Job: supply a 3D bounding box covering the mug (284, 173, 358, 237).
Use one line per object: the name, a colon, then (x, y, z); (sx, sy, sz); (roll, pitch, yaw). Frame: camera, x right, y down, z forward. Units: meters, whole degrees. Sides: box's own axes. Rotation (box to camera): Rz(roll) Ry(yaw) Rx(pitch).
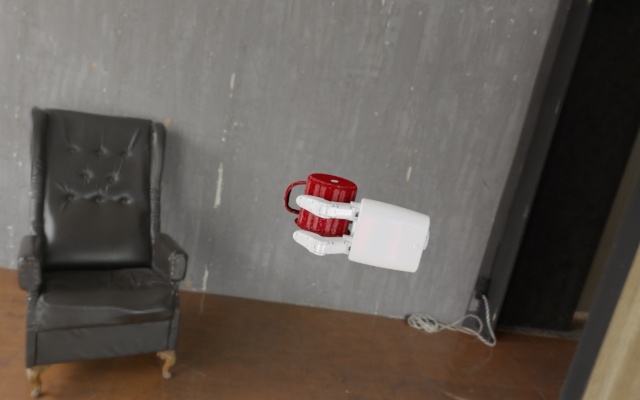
mug: (-0.001, 0.002, 0.763); (0.117, 0.081, 0.093); (13, 14, 2)
